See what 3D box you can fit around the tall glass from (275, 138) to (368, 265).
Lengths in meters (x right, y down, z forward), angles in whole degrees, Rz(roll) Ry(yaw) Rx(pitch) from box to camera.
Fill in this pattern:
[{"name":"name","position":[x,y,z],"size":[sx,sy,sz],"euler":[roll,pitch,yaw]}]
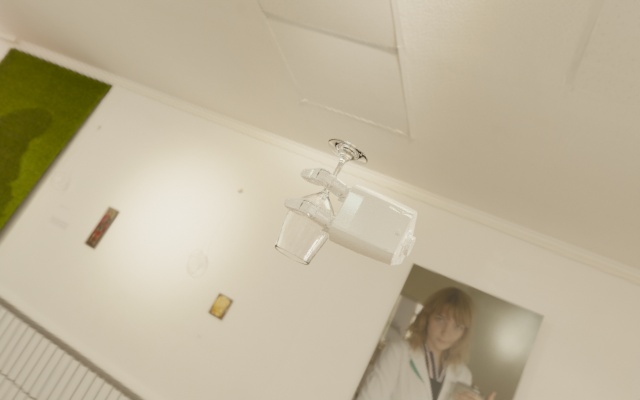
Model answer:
[{"name":"tall glass","position":[0.000,0.002,0.775],"size":[0.079,0.201,0.079],"euler":[27,-14,7]}]
